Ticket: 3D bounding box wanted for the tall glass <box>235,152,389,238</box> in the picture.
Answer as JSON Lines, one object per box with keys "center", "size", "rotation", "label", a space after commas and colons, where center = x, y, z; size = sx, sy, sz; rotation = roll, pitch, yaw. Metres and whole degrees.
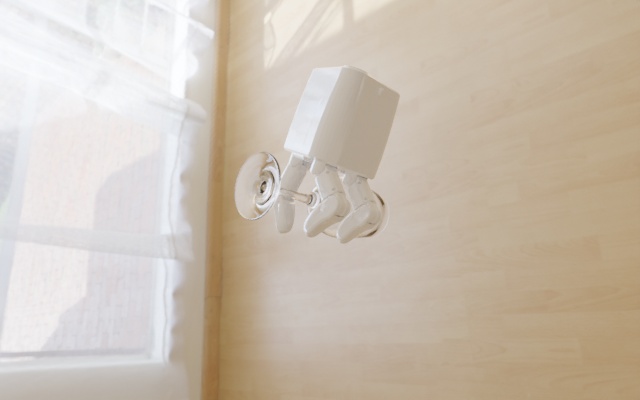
{"center": [0.000, 0.002, 0.574], "size": [0.079, 0.079, 0.201], "rotation": [0, -11, 44], "label": "tall glass"}
